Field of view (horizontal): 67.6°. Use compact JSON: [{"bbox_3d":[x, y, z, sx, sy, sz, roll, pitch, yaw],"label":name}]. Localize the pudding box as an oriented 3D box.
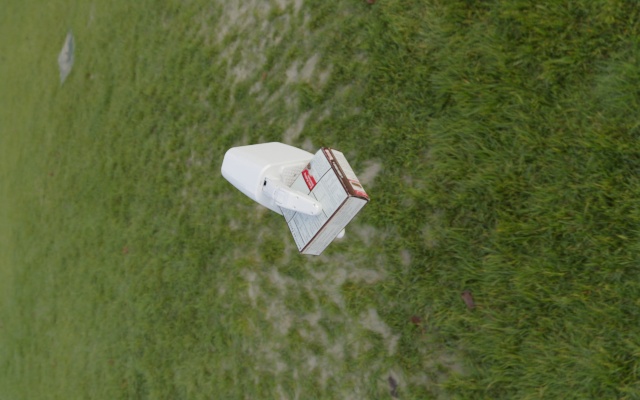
[{"bbox_3d":[0.000,0.002,0.609,0.039,0.090,0.113,8,-48,-41],"label":"pudding box"}]
